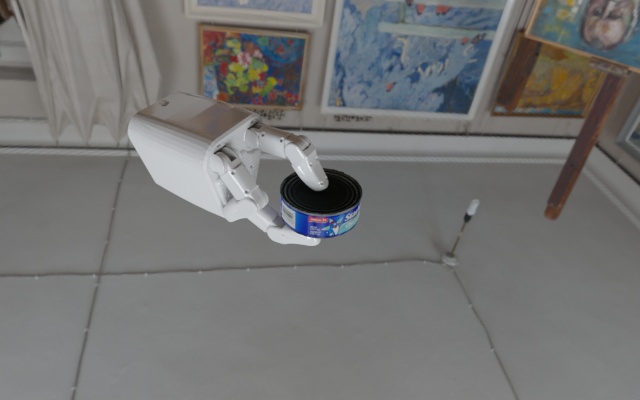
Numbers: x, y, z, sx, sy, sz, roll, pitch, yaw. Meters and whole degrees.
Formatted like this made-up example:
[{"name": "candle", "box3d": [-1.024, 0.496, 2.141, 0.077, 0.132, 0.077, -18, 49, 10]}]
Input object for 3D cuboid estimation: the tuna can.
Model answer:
[{"name": "tuna can", "box3d": [0.000, 0.002, 0.504, 0.086, 0.034, 0.086, 2, 35, -2]}]
